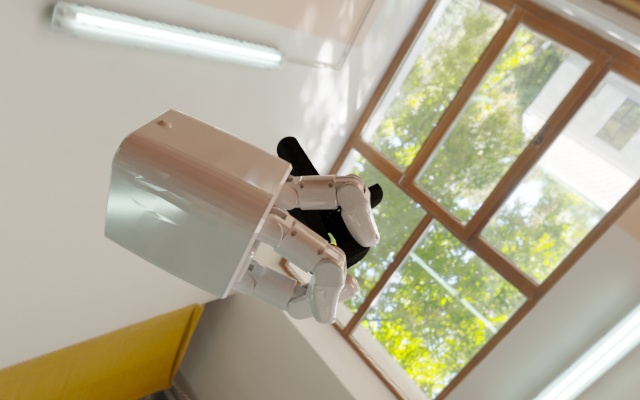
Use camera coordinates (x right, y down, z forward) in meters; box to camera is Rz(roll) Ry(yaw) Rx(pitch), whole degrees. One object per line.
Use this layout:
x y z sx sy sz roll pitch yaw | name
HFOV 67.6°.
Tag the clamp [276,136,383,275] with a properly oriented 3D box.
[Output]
0.000 0.002 0.426 0.120 0.039 0.171 27 27 -4 | clamp
